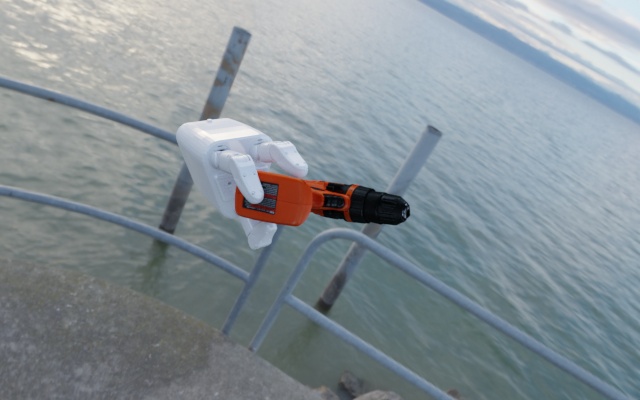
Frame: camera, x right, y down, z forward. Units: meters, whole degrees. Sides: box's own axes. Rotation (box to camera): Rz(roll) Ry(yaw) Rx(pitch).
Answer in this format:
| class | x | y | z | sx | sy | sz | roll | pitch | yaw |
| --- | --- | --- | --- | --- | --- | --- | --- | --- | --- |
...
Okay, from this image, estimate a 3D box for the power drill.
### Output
| class | x | y | z | sx | sy | sz | roll | pitch | yaw |
| --- | --- | --- | --- | --- | --- | --- | --- | --- | --- |
| power drill | 0.000 | 0.002 | 0.603 | 0.184 | 0.057 | 0.187 | 8 | 1 | 32 |
